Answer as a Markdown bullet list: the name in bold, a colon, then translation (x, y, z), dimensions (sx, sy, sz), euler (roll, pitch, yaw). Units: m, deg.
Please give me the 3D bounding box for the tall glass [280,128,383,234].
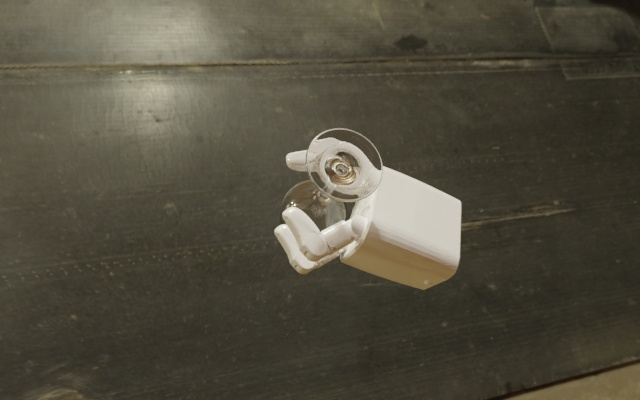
- **tall glass**: translation (0.000, 0.001, 0.528), dimensions (0.079, 0.079, 0.201), euler (0, -21, -14)
